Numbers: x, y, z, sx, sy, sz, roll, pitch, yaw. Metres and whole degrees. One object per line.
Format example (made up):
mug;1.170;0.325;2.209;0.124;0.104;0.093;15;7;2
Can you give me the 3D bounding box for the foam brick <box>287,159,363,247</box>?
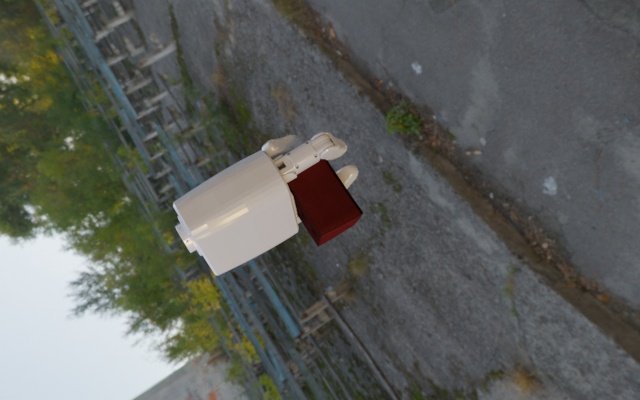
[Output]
foam brick;0.000;0.002;0.517;0.051;0.078;0.053;-30;-13;-15
